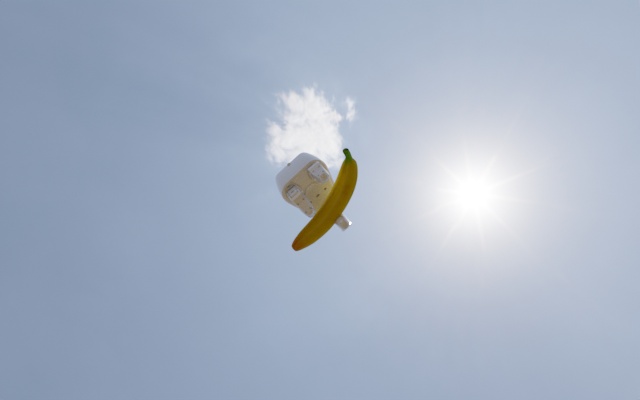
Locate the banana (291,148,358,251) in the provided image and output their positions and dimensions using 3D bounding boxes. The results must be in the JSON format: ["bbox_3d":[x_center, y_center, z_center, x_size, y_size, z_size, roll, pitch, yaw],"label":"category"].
[{"bbox_3d":[0.016,0.004,0.817,0.069,0.198,0.037,16,17,-39],"label":"banana"}]
